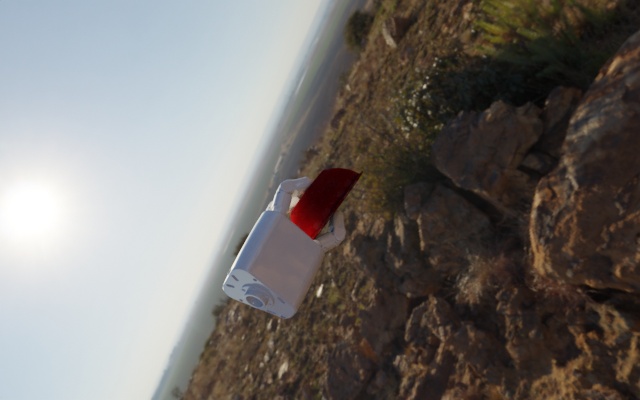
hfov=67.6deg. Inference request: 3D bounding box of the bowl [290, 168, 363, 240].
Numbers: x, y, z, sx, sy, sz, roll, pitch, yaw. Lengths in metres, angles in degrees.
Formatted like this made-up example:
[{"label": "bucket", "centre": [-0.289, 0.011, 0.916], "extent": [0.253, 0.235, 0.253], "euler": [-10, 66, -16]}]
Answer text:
[{"label": "bowl", "centre": [0.000, 0.002, 0.771], "extent": [0.055, 0.162, 0.162], "euler": [37, 1, 1]}]
